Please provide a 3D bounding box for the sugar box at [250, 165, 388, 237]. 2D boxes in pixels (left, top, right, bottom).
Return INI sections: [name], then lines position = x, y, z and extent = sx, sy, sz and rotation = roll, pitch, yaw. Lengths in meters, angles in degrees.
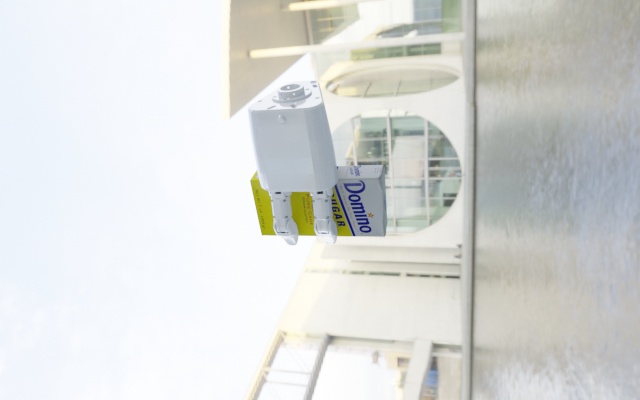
[sugar box]
position = 0.000, 0.002, 0.649
extent = 0.176, 0.093, 0.048
rotation = 0, 31, 15
